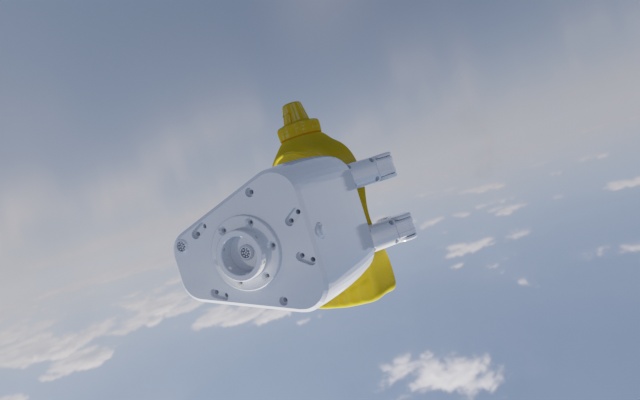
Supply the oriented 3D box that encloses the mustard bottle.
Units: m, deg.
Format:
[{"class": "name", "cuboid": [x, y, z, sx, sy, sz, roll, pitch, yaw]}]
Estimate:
[{"class": "mustard bottle", "cuboid": [0.000, 0.002, 0.447, 0.058, 0.191, 0.096, -18, 1, -44]}]
